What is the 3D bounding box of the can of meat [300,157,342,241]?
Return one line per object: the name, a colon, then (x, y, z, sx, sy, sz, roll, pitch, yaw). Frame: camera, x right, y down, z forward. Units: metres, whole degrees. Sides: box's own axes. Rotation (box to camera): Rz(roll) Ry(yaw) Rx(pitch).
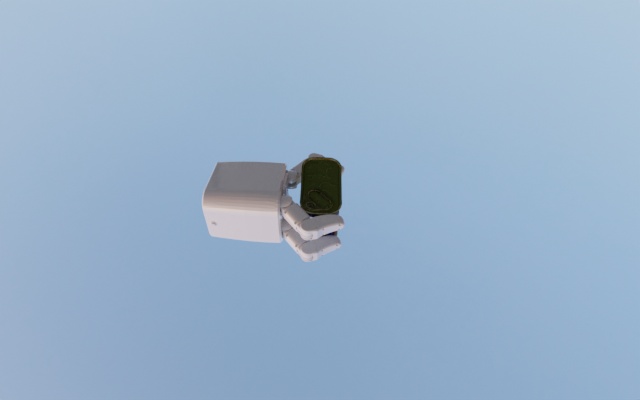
can of meat: (0.000, 0.002, 0.695, 0.057, 0.102, 0.084, 2, -38, -1)
